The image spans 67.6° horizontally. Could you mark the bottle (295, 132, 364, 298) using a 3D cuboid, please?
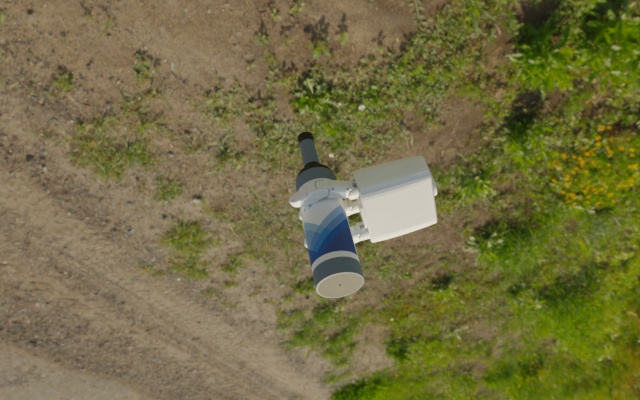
[{"bbox_3d":[0.000,0.003,0.729,0.069,0.295,0.069,-8,-39,-7],"label":"bottle"}]
